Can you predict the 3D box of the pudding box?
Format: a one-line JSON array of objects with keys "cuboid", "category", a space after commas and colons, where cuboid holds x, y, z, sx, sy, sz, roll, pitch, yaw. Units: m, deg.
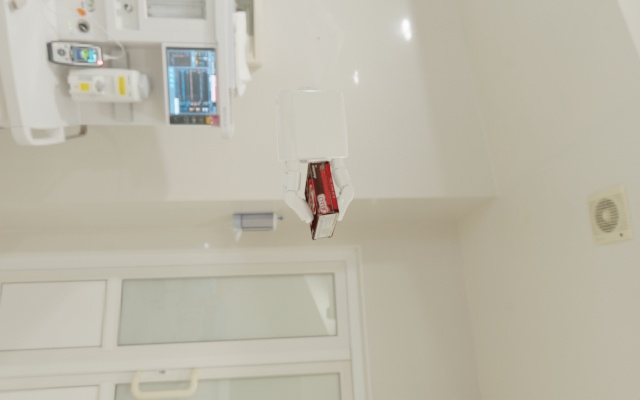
[{"cuboid": [0.000, 0.002, 0.764, 0.039, 0.090, 0.113, -7, -23, -6], "category": "pudding box"}]
